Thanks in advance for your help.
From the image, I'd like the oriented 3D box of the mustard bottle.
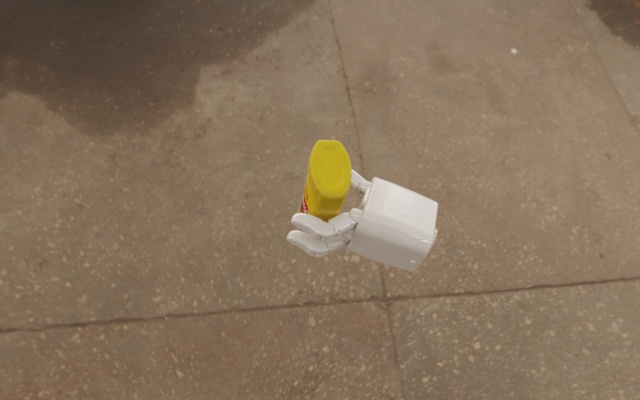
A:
[{"bbox_3d":[0.000,0.002,0.711,0.058,0.096,0.192,0,-30,-10],"label":"mustard bottle"}]
